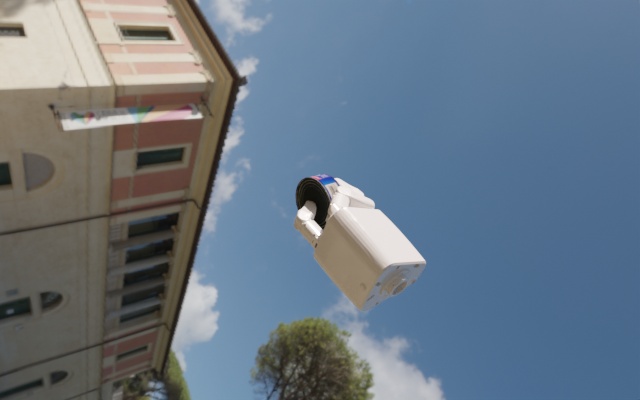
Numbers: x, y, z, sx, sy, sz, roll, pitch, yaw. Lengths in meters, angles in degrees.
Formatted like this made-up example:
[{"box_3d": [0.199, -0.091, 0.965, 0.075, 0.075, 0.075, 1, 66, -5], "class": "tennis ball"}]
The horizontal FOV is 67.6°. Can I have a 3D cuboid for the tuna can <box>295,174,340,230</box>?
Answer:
[{"box_3d": [0.001, 0.002, 0.745, 0.033, 0.086, 0.086, -17, 11, -38], "class": "tuna can"}]
